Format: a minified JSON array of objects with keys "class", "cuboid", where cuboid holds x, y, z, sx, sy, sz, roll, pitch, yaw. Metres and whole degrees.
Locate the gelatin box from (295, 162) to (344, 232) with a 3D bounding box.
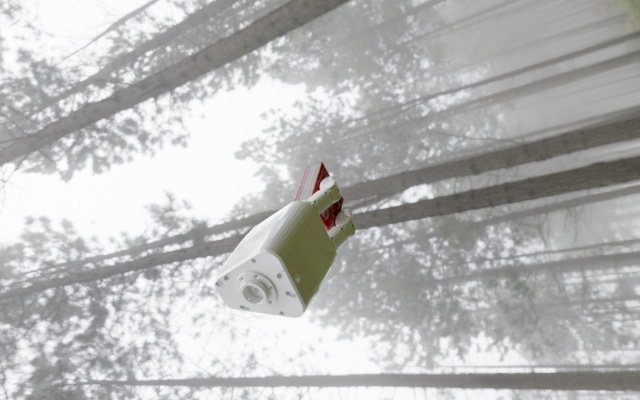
[{"class":"gelatin box","cuboid":[0.000,0.002,0.665,0.030,0.073,0.089,-16,34,24]}]
